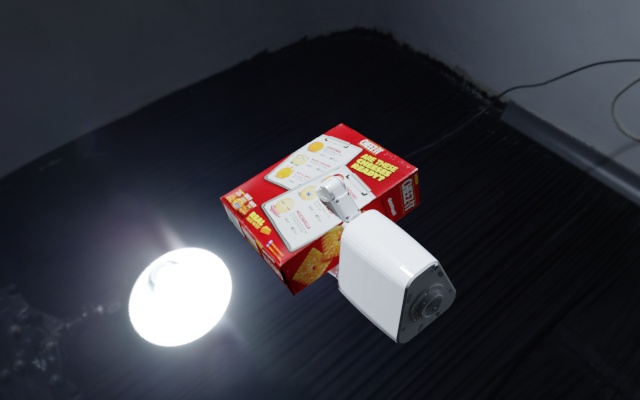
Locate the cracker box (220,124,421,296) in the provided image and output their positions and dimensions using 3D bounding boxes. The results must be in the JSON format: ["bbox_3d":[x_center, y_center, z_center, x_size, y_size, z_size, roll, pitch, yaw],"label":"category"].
[{"bbox_3d":[0.000,0.002,0.640,0.213,0.072,0.164,-33,45,-17],"label":"cracker box"}]
